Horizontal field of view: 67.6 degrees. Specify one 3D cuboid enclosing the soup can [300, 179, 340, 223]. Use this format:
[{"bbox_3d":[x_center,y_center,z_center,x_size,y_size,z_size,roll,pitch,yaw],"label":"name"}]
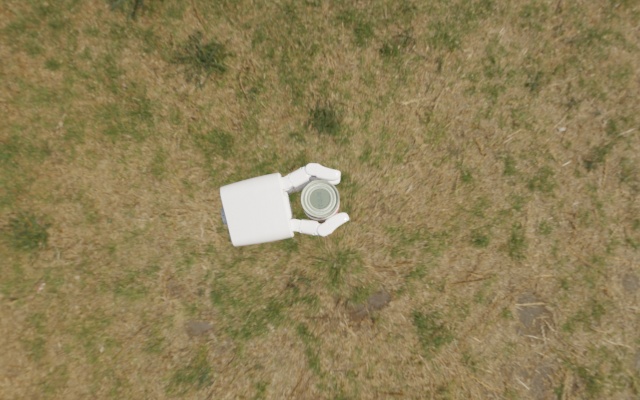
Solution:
[{"bbox_3d":[0.001,0.003,0.847,0.068,0.068,0.102,0,-7,2],"label":"soup can"}]
